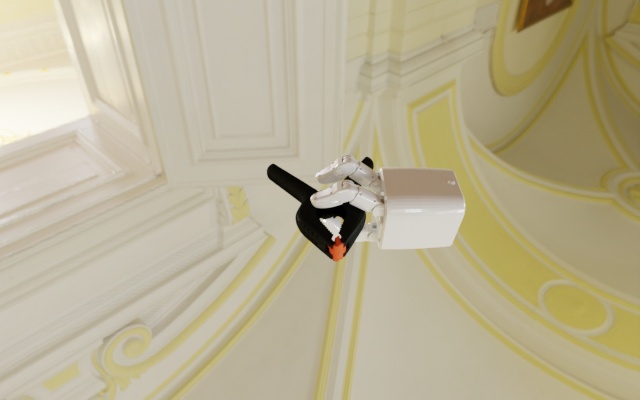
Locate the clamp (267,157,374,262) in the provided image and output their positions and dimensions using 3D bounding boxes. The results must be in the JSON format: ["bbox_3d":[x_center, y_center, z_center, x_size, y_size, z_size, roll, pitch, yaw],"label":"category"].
[{"bbox_3d":[0.000,0.003,0.669,0.164,0.036,0.209,-1,38,1],"label":"clamp"}]
